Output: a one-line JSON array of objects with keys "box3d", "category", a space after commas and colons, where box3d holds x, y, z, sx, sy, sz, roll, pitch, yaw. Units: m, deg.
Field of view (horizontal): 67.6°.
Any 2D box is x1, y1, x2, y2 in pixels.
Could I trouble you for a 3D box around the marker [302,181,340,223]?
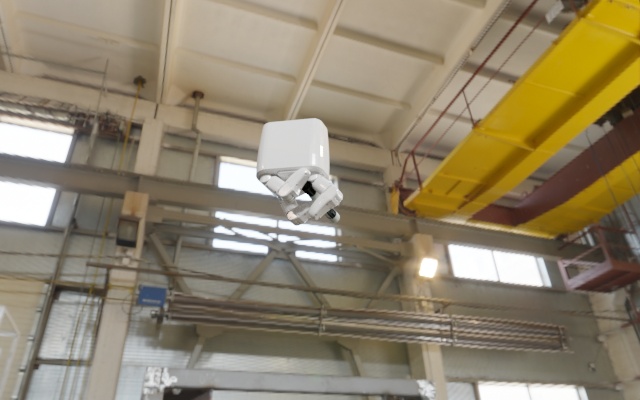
[{"box3d": [0.000, 0.003, 0.793, 0.020, 0.020, 0.121, 0, -28, 29], "category": "marker"}]
